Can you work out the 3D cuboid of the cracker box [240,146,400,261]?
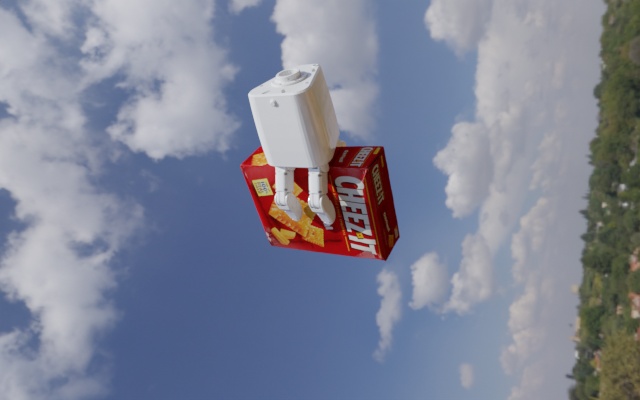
[{"bbox_3d":[0.000,0.002,0.734,0.213,0.164,0.072,4,37,29],"label":"cracker box"}]
